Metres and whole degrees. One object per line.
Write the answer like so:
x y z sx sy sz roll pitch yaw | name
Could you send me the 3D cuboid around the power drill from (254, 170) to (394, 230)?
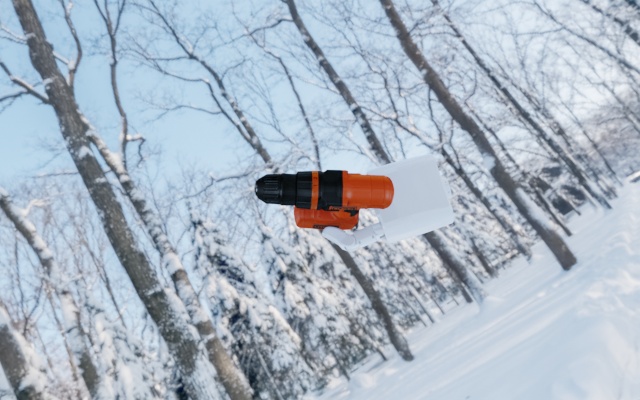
0.000 0.002 0.697 0.184 0.057 0.188 3 -11 -4 | power drill
